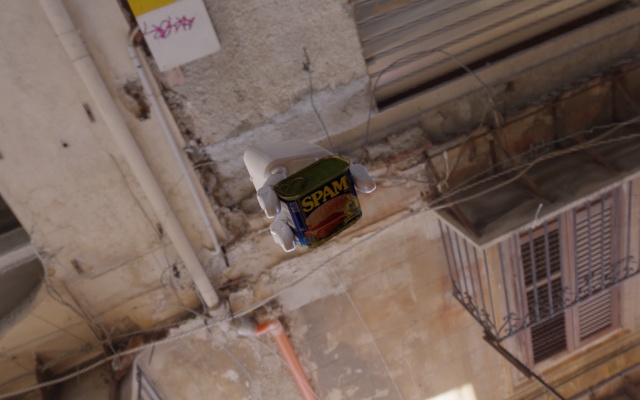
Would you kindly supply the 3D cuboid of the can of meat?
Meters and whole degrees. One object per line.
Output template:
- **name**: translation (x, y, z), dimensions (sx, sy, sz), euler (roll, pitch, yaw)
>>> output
- **can of meat**: translation (0.000, 0.002, 0.624), dimensions (0.102, 0.084, 0.057), euler (-30, 31, -19)
